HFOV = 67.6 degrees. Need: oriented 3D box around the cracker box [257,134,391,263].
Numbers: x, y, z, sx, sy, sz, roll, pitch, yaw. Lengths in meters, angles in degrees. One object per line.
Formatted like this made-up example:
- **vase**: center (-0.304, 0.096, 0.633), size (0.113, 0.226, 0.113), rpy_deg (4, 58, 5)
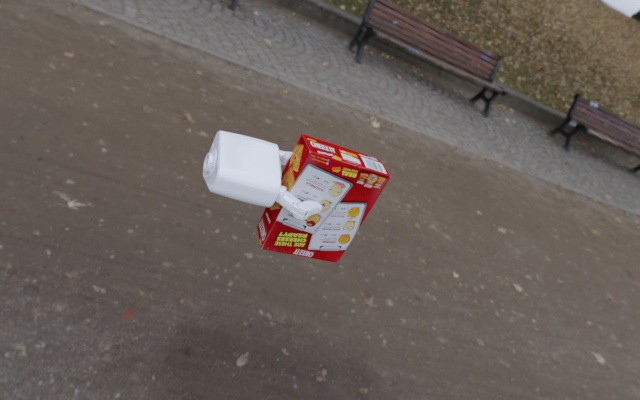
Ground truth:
- **cracker box**: center (0.000, 0.003, 0.863), size (0.164, 0.214, 0.072), rpy_deg (14, 32, -26)
